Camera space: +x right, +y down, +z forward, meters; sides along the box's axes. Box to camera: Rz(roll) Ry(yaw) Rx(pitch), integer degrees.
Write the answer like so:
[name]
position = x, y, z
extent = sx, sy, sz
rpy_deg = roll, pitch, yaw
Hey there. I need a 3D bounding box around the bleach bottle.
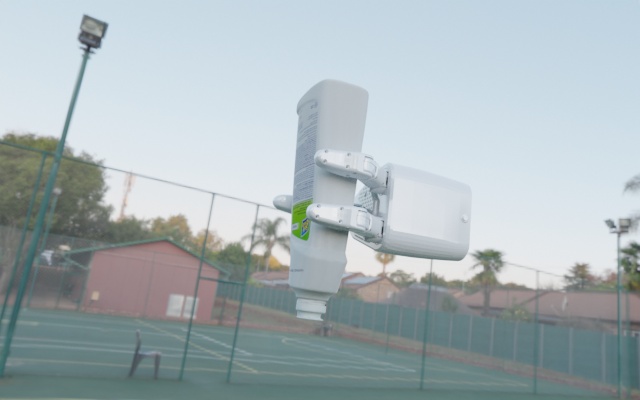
[bleach bottle]
position = 0.000, 0.002, 0.524
extent = 0.068, 0.250, 0.102
rpy_deg = 11, -13, -19
